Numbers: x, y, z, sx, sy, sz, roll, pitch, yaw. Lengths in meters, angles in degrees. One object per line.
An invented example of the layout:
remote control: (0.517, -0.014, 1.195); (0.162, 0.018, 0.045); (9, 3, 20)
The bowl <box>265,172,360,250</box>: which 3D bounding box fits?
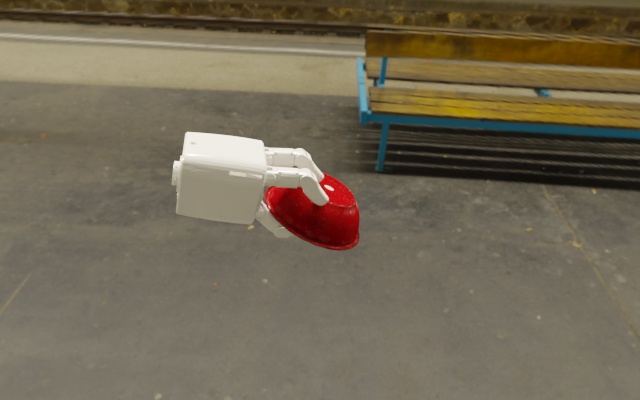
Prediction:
bowl: (0.001, 0.002, 0.721); (0.162, 0.055, 0.162); (24, 25, -12)
